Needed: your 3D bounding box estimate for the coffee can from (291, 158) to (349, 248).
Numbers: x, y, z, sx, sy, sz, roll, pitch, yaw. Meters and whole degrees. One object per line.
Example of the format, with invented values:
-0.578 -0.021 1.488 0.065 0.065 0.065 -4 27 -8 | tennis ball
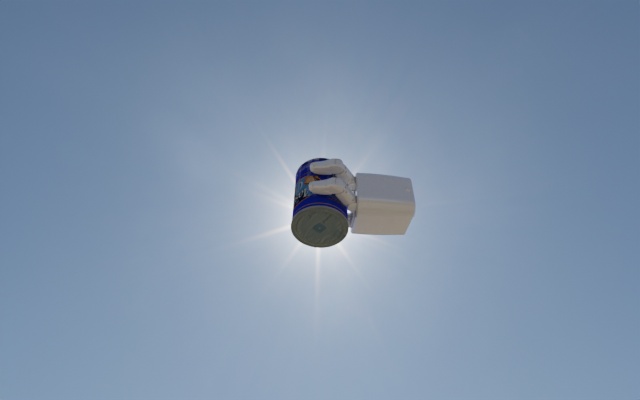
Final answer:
0.000 0.003 0.893 0.103 0.103 0.140 0 43 2 | coffee can
